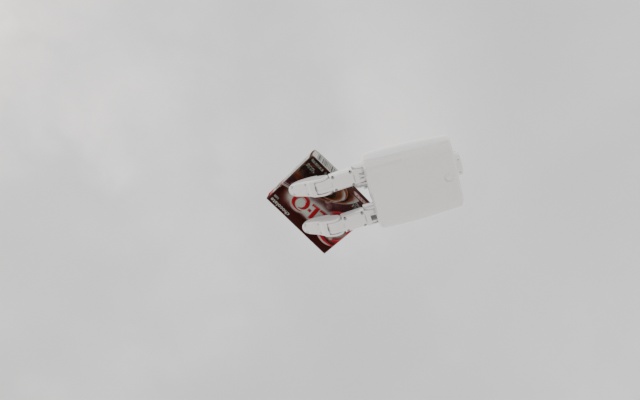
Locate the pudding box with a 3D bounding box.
[{"bbox_3d":[0.000,0.002,0.637,0.090,0.113,0.039,-42,8,21],"label":"pudding box"}]
